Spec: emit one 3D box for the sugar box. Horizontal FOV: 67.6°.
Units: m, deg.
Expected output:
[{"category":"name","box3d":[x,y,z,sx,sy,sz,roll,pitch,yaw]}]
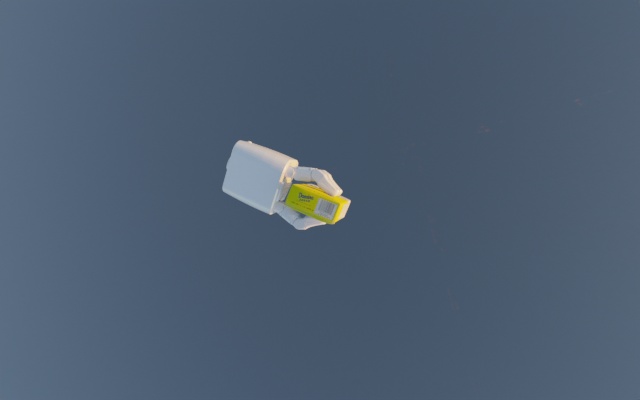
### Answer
[{"category":"sugar box","box3d":[0.000,0.002,0.892,0.093,0.048,0.176,23,8,7]}]
